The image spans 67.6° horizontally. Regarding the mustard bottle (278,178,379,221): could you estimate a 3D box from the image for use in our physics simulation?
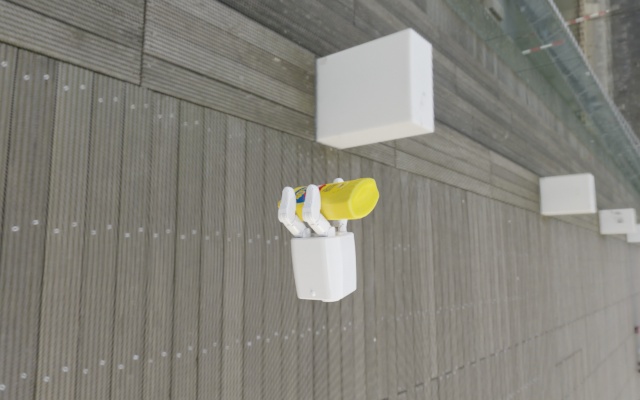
[{"bbox_3d":[0.000,0.002,0.841,0.191,0.058,0.096,-6,23,38],"label":"mustard bottle"}]
